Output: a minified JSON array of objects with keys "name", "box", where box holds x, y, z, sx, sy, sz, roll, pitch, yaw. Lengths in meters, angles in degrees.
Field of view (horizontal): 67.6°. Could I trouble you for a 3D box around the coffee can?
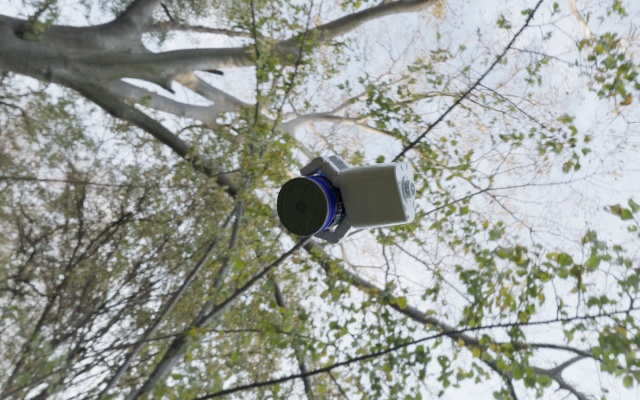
[{"name":"coffee can","box":[0.000,0.003,0.875,0.103,0.103,0.140,0,7,29]}]
